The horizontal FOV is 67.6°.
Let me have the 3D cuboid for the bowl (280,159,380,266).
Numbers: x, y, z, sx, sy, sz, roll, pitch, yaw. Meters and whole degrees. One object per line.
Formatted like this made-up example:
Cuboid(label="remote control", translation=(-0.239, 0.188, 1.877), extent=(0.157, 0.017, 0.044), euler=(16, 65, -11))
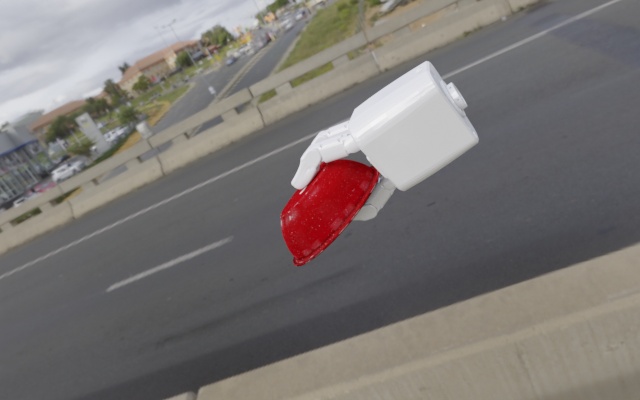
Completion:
Cuboid(label="bowl", translation=(-0.001, 0.003, 0.592), extent=(0.055, 0.162, 0.162), euler=(40, -8, -9))
